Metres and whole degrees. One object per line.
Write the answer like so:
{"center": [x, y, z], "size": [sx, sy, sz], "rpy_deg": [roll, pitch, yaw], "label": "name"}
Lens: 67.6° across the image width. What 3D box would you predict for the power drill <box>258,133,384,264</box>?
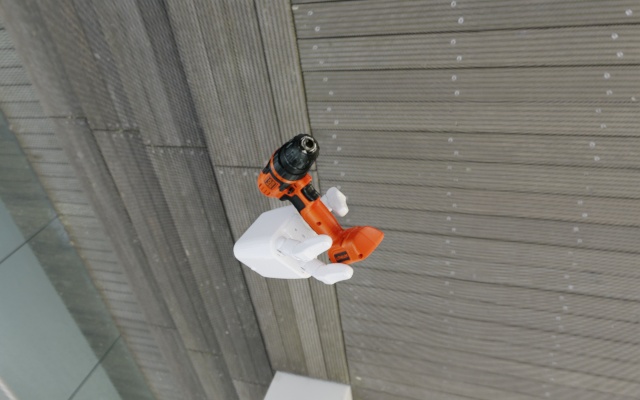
{"center": [0.000, 0.003, 0.665], "size": [0.057, 0.187, 0.184], "rpy_deg": [-43, 4, -23], "label": "power drill"}
